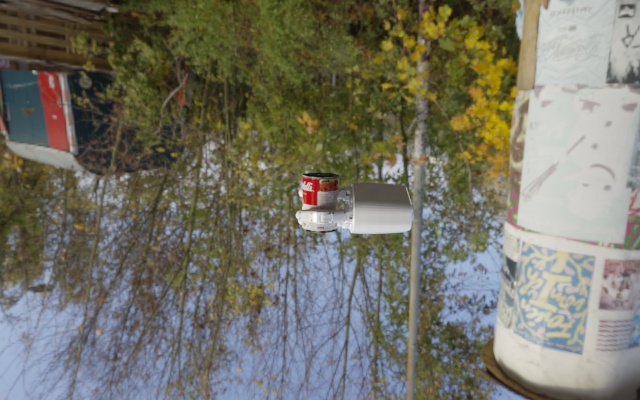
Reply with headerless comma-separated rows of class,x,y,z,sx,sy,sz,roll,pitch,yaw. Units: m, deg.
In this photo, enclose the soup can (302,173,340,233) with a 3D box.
soup can,0.000,0.003,0.880,0.068,0.102,0.068,1,11,0
